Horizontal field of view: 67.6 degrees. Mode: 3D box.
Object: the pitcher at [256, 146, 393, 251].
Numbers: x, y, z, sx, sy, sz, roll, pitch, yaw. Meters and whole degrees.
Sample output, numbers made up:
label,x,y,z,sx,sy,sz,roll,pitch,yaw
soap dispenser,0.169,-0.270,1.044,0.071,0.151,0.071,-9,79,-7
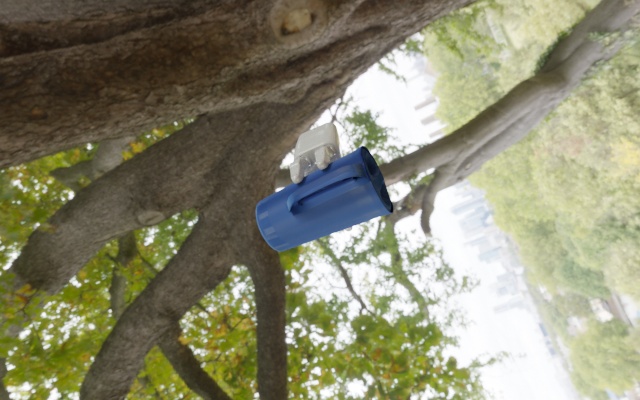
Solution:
label,x,y,z,sx,sy,sz,roll,pitch,yaw
pitcher,0.000,0.003,0.887,0.243,0.149,0.145,-24,28,17
